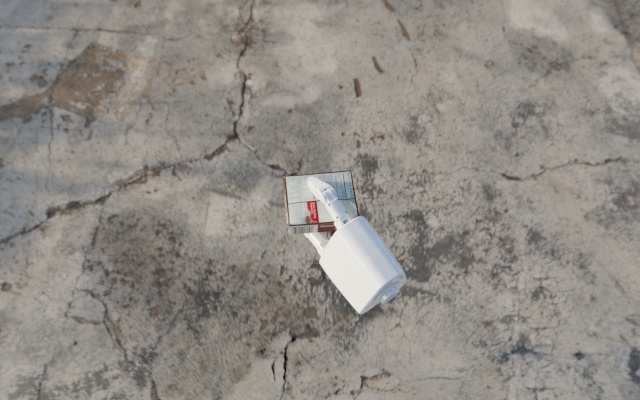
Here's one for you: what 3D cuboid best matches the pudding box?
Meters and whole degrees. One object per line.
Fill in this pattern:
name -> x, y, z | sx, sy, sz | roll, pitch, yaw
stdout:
pudding box -> 0.000, 0.002, 0.754 | 0.113, 0.090, 0.039 | -4, -26, -6
